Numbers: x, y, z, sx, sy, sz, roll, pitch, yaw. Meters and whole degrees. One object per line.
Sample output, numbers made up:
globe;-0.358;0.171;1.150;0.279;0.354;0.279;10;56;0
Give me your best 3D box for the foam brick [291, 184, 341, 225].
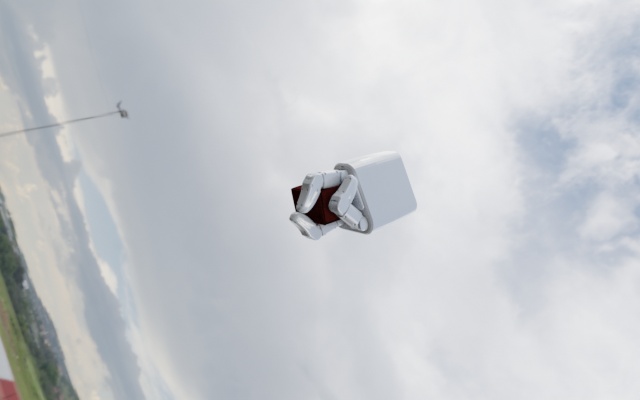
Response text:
foam brick;0.000;0.002;0.736;0.051;0.053;0.078;-20;18;-33
